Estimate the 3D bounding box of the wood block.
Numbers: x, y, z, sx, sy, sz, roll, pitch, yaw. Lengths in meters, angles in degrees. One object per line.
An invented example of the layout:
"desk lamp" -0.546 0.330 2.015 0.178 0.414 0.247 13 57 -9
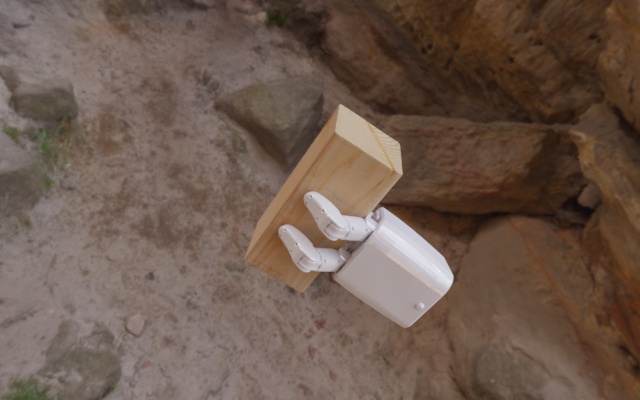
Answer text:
"wood block" 0.001 0.002 0.582 0.090 0.206 0.090 31 29 -11
